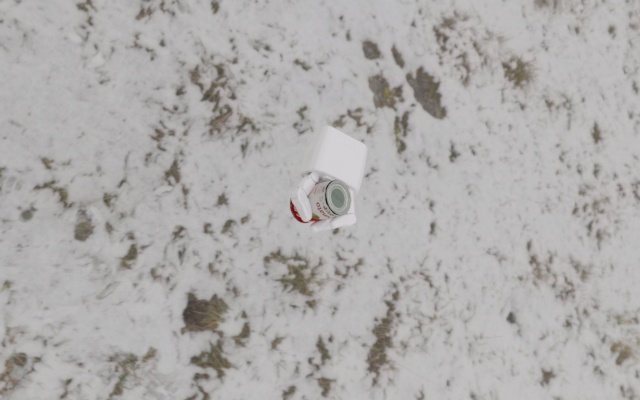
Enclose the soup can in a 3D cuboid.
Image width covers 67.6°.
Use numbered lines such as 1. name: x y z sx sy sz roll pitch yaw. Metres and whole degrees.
1. soup can: 0.000 0.003 0.898 0.068 0.068 0.102 0 -10 -44
